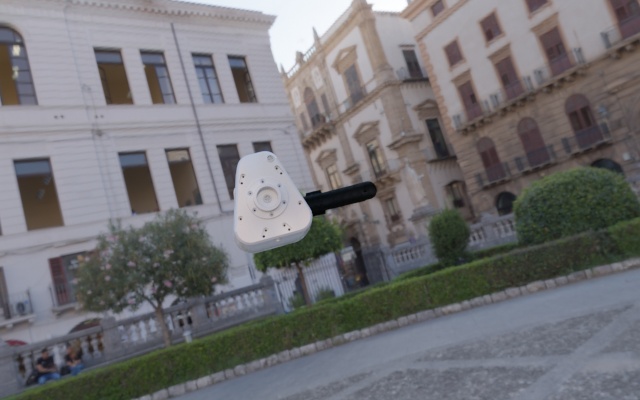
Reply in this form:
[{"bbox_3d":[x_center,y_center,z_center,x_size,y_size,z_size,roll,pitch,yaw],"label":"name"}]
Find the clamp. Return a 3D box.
[{"bbox_3d":[0.000,0.002,0.688,0.171,0.039,0.120,-15,-7,-10],"label":"clamp"}]
